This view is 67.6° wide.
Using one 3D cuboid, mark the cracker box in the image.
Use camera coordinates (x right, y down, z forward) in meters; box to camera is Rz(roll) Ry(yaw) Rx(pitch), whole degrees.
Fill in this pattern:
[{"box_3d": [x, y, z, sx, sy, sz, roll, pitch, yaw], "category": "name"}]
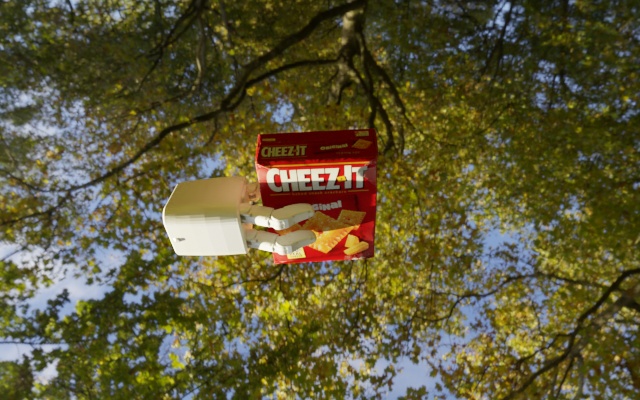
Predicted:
[{"box_3d": [0.000, 0.002, 0.709, 0.164, 0.214, 0.072, -3, 45, 1], "category": "cracker box"}]
